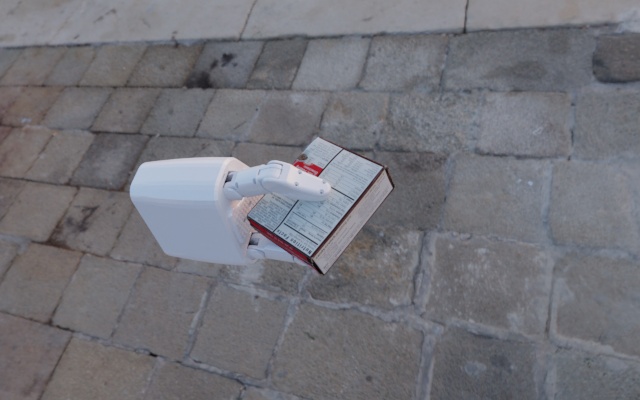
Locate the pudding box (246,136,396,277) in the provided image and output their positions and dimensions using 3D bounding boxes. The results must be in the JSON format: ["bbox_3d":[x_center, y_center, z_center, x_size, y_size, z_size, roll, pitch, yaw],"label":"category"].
[{"bbox_3d":[0.000,0.001,0.447,0.090,0.113,0.039,30,-16,35],"label":"pudding box"}]
